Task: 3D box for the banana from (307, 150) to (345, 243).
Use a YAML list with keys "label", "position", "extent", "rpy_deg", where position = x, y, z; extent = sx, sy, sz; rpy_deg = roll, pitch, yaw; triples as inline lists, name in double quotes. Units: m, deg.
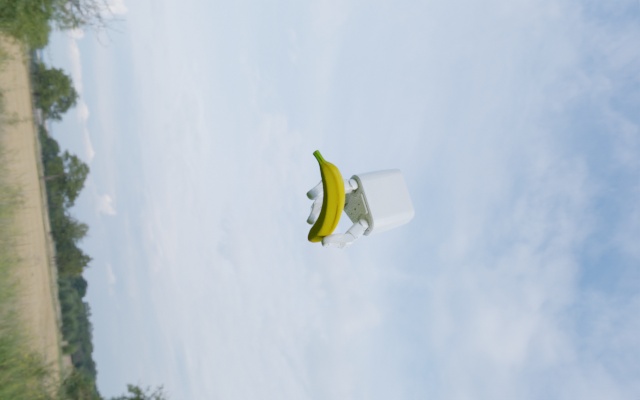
- label: "banana"
  position: [0.011, 0.010, 0.830]
  extent: [0.037, 0.198, 0.069]
  rpy_deg: [-17, 42, -29]
